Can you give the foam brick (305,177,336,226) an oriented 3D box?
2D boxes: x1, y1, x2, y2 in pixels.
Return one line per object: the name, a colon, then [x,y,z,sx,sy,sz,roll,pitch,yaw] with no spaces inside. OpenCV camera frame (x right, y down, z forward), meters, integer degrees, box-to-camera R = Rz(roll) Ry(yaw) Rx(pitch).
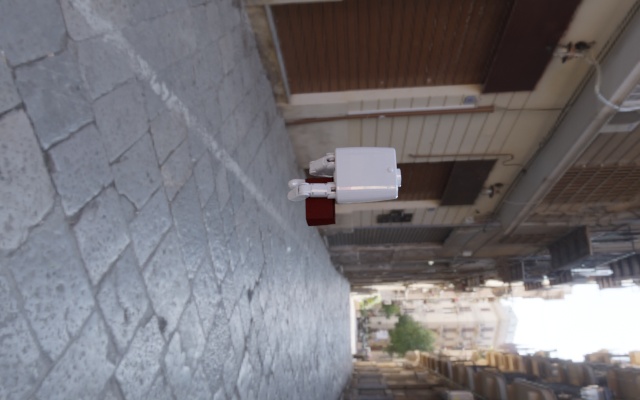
foam brick: [0.000,0.003,0.861,0.051,0.078,0.053,-2,-14,3]
